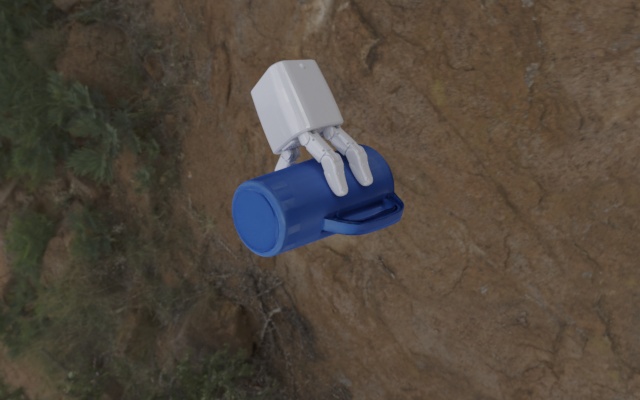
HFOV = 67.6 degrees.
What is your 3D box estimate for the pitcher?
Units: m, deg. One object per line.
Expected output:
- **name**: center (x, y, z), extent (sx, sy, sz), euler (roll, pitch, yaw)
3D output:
- **pitcher**: center (0.000, 0.002, 0.712), extent (0.243, 0.145, 0.149), euler (-20, -4, -45)
